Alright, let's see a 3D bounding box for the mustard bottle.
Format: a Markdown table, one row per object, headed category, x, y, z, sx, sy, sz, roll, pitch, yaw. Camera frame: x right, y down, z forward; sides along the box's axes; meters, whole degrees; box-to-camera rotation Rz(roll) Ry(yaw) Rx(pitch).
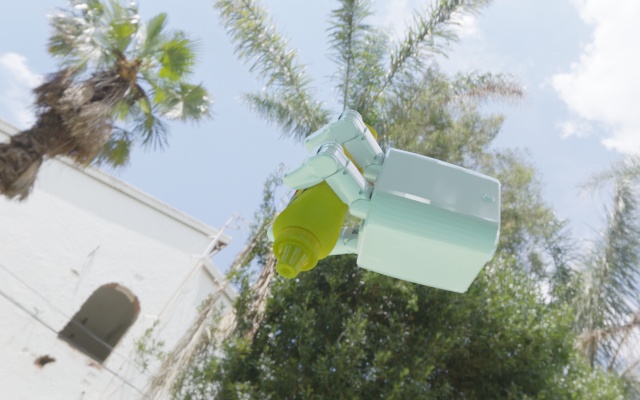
| category | x | y | z | sx | sy | sz | roll | pitch | yaw |
| --- | --- | --- | --- | --- | --- | --- | --- | --- | --- |
| mustard bottle | 0.000 | 0.001 | 0.459 | 0.058 | 0.191 | 0.096 | 34 | -49 | -8 |
